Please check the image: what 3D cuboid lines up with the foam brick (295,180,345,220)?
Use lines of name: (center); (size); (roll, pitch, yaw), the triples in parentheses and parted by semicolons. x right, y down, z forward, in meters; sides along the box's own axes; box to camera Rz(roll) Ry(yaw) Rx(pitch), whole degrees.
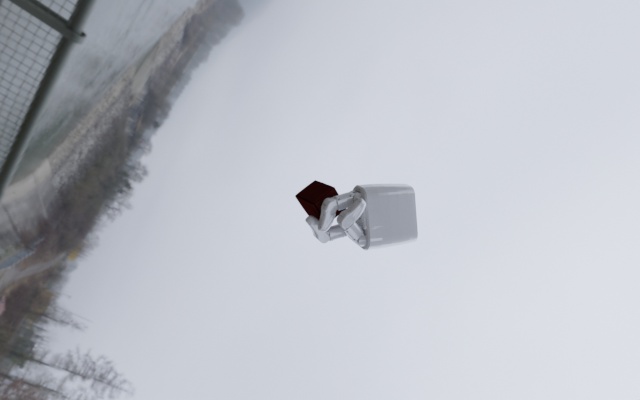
foam brick: (0.000, 0.003, 0.887); (0.051, 0.053, 0.078); (-40, 28, -15)
